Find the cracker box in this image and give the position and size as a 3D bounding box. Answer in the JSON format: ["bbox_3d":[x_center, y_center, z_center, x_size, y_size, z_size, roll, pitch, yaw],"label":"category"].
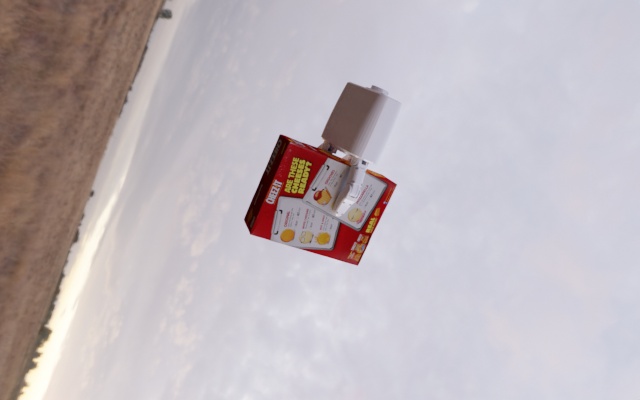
[{"bbox_3d":[0.000,0.003,0.813,0.214,0.164,0.072,19,12,-26],"label":"cracker box"}]
